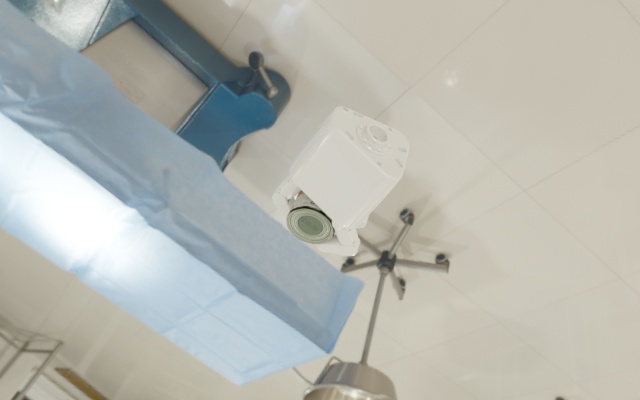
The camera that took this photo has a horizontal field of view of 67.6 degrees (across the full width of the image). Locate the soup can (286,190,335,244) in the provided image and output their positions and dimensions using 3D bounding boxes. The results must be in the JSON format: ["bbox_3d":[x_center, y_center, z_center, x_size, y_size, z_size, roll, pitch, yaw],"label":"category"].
[{"bbox_3d":[0.000,0.003,0.660,0.068,0.069,0.102,0,40,21],"label":"soup can"}]
